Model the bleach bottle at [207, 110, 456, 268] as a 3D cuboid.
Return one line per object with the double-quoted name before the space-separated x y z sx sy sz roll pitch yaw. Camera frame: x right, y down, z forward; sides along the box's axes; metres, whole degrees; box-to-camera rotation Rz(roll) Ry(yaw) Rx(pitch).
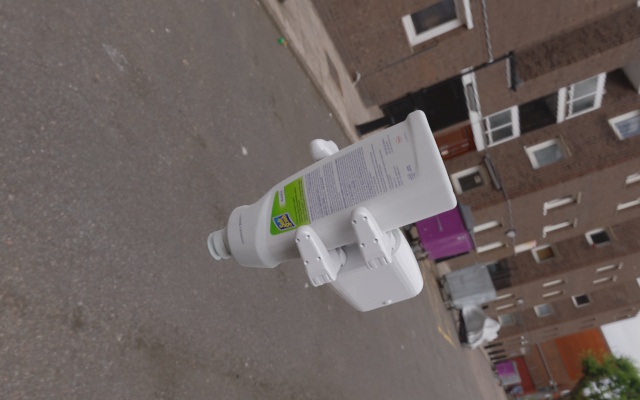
"bleach bottle" 0.000 0.002 0.484 0.251 0.102 0.068 -20 -39 14
